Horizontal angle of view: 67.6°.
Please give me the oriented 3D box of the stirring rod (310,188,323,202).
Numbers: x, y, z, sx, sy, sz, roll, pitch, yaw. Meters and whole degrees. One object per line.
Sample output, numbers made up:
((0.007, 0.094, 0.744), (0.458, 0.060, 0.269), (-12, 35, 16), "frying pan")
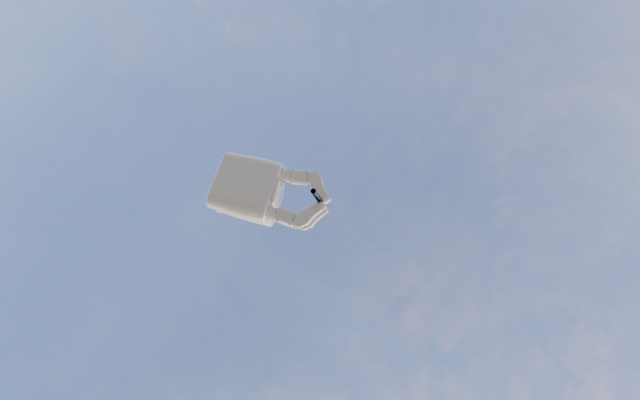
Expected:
((0.000, 0.003, 0.808), (0.011, 0.011, 0.239), (0, -8, 5), "stirring rod")
